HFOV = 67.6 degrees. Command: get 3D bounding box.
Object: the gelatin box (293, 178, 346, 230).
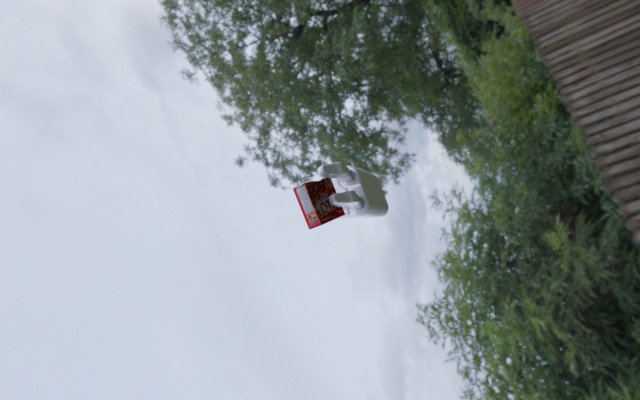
[{"bbox_3d":[0.000,0.003,0.799,0.030,0.073,0.089,-23,-3,32],"label":"gelatin box"}]
